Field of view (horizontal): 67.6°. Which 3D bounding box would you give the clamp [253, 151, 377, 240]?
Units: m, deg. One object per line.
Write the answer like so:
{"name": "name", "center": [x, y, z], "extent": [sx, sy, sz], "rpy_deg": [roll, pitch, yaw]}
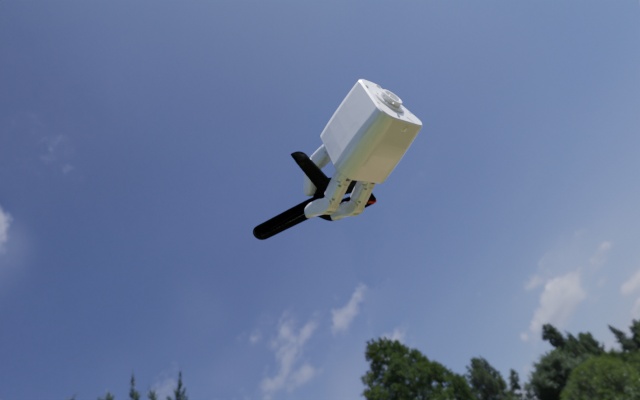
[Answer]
{"name": "clamp", "center": [0.000, 0.002, 0.753], "extent": [0.210, 0.165, 0.036], "rpy_deg": [6, 40, -43]}
